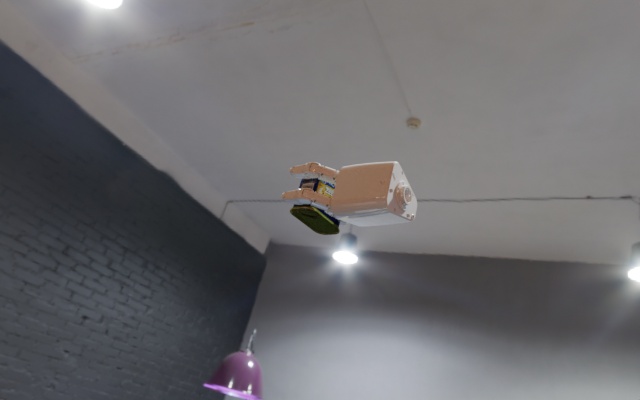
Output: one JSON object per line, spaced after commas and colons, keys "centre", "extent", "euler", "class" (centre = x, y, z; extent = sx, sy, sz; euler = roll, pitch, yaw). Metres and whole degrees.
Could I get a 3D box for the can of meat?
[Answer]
{"centre": [0.000, 0.003, 0.872], "extent": [0.057, 0.084, 0.102], "euler": [-7, -34, 39], "class": "can of meat"}
